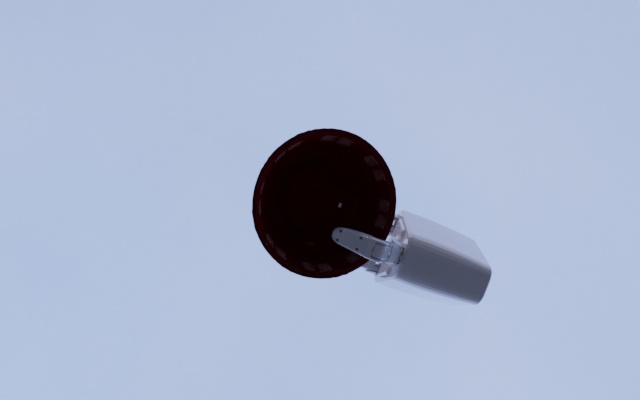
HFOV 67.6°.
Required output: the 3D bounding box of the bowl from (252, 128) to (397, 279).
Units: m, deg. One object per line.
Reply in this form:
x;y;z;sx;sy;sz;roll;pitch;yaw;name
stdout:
-0.001;0.001;0.531;0.162;0.162;0.055;0;7;-18;bowl
